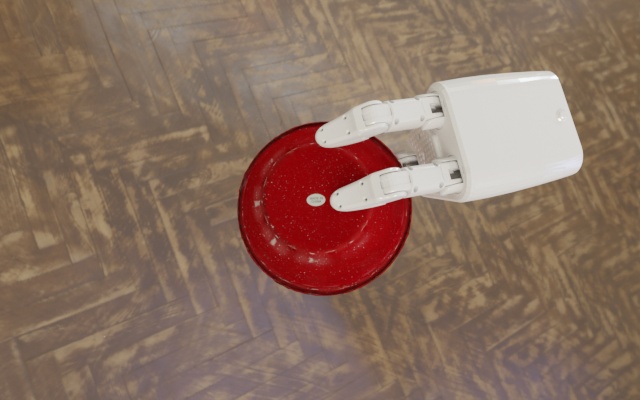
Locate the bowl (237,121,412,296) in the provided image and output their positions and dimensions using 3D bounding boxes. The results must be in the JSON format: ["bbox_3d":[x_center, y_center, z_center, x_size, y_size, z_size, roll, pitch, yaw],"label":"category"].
[{"bbox_3d":[-0.001,0.002,0.413,0.162,0.162,0.055,0,-9,6],"label":"bowl"}]
